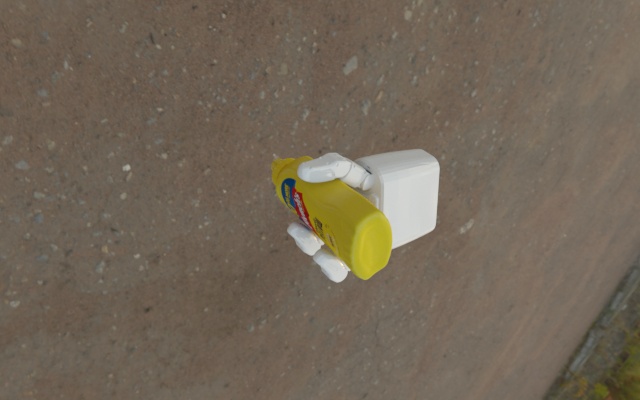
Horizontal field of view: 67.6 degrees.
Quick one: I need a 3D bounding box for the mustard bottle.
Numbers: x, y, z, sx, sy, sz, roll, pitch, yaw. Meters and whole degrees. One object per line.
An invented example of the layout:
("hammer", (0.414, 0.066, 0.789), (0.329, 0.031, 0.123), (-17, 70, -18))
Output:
("mustard bottle", (0.000, 0.002, 0.553), (0.058, 0.096, 0.191), (-34, 49, -17))
